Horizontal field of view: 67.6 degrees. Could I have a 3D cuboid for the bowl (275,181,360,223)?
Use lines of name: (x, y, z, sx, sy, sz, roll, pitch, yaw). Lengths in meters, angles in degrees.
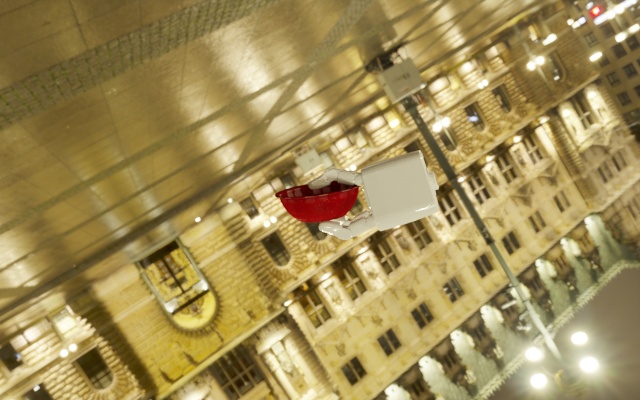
bowl: (-0.001, 0.003, 0.870, 0.162, 0.055, 0.162, -7, 10, 1)
